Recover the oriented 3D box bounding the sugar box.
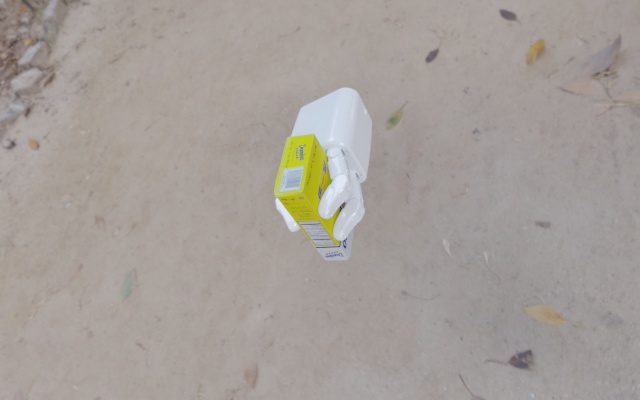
[{"bbox_3d":[0.001,0.002,0.647,0.048,0.093,0.176,-5,-34,25],"label":"sugar box"}]
